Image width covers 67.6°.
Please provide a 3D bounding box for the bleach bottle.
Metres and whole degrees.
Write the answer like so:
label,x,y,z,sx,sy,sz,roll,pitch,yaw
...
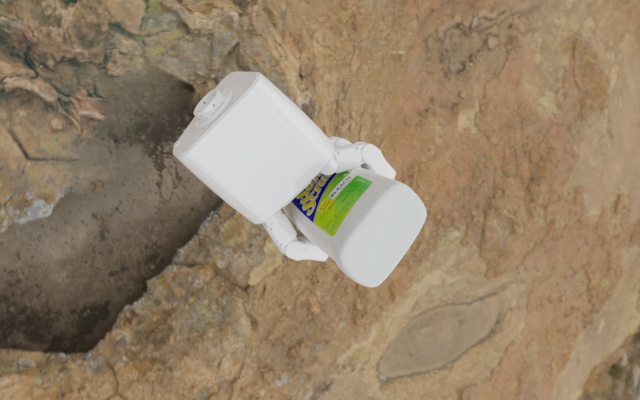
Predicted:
label,x,y,z,sx,sy,sz,roll,pitch,yaw
bleach bottle,0.000,0.002,0.536,0.068,0.102,0.250,43,-9,-32
